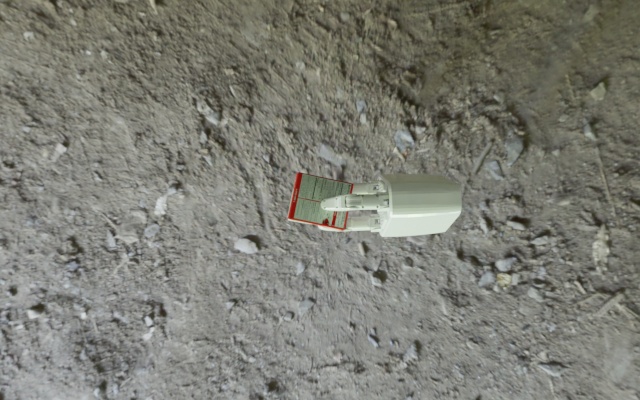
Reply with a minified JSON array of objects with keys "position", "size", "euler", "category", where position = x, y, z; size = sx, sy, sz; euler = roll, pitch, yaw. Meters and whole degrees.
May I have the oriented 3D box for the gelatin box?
[{"position":[0.000,0.002,0.722],"size":[0.089,0.073,0.030],"euler":[12,-7,-6],"category":"gelatin box"}]
